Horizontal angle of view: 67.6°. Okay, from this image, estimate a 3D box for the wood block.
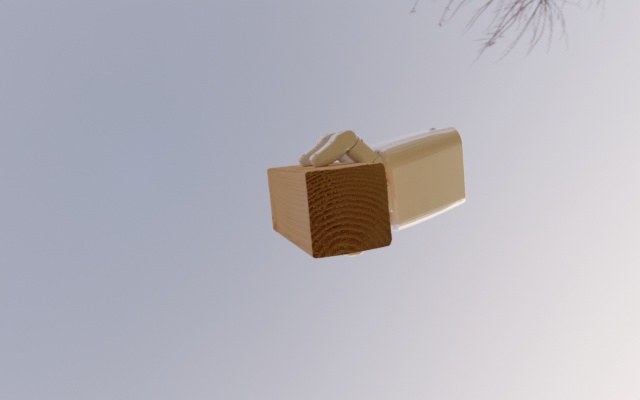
[{"bbox_3d":[0.000,0.002,0.584,0.090,0.091,0.206,-8,7,-16],"label":"wood block"}]
